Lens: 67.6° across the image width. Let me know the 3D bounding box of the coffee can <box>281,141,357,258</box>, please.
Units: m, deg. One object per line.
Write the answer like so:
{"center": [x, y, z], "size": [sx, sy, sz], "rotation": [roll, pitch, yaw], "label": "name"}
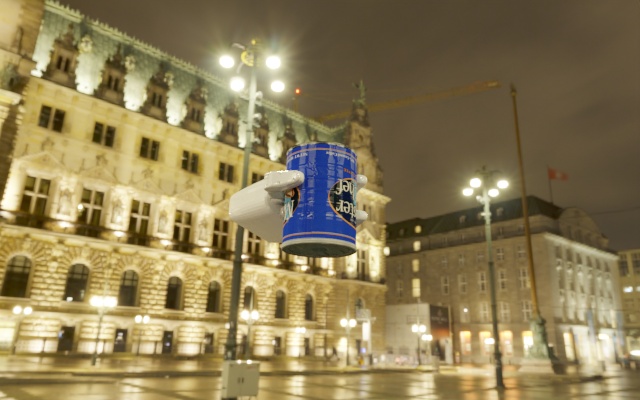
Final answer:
{"center": [0.000, 0.002, 0.666], "size": [0.103, 0.140, 0.103], "rotation": [2, -17, 1], "label": "coffee can"}
